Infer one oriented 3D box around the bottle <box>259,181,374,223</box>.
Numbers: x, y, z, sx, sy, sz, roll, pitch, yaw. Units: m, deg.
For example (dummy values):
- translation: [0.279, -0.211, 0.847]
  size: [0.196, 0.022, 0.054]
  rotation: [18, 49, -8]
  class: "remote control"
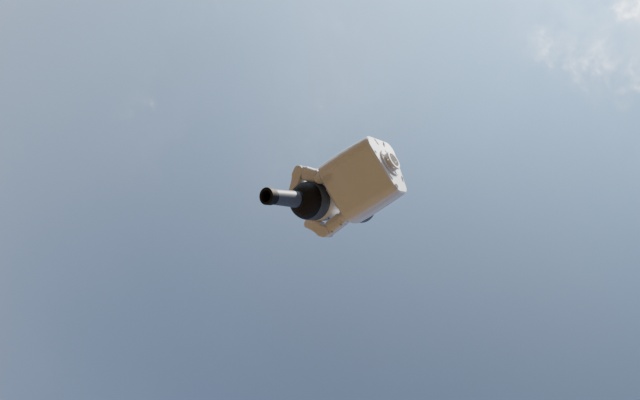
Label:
- translation: [0.000, 0.003, 0.848]
  size: [0.069, 0.069, 0.296]
  rotation: [0, -4, 35]
  class: "bottle"
